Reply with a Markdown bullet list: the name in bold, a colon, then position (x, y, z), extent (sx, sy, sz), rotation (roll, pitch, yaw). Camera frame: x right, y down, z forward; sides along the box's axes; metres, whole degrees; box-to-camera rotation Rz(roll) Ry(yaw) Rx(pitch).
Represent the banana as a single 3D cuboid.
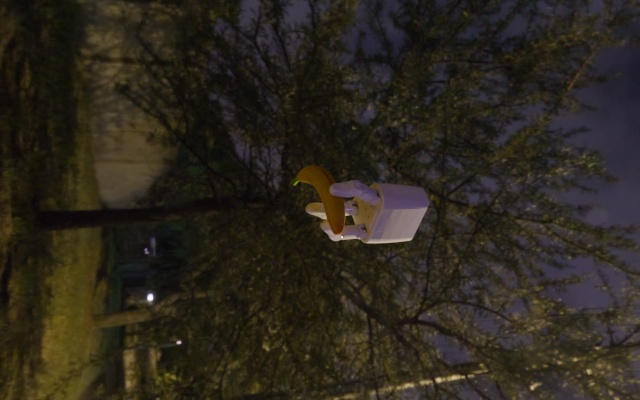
- **banana**: position (0.004, -0.015, 0.861), extent (0.037, 0.070, 0.197), rotation (5, 26, -30)
